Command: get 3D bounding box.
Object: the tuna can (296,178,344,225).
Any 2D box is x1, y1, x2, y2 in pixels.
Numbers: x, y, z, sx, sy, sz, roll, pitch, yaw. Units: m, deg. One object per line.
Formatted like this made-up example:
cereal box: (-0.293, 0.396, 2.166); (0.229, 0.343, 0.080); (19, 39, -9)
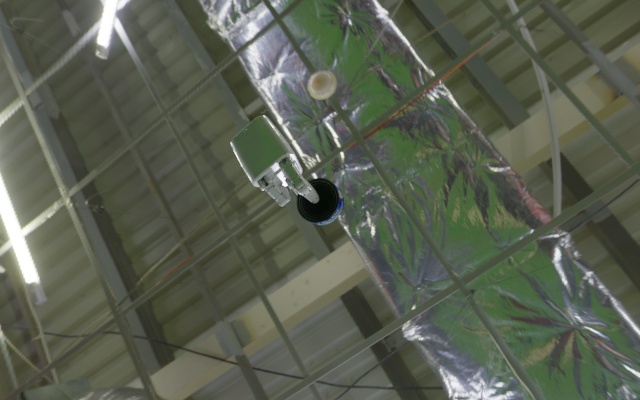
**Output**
tuna can: (0.000, 0.003, 0.899); (0.086, 0.086, 0.034); (0, -13, 23)
